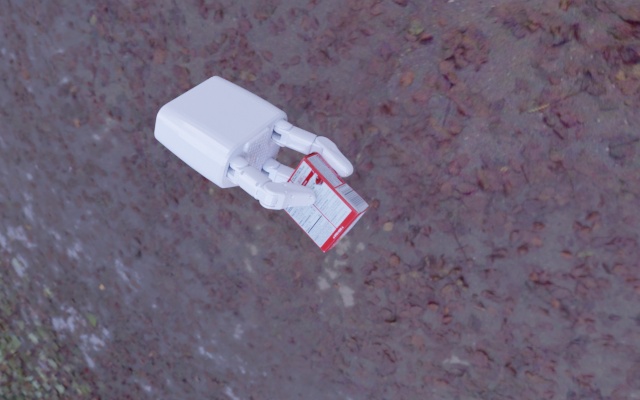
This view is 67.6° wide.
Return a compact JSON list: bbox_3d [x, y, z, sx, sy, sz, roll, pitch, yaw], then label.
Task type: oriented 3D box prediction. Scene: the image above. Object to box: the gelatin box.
[{"bbox_3d":[0.000,0.002,0.536,0.030,0.089,0.073,-29,-18,-51],"label":"gelatin box"}]
